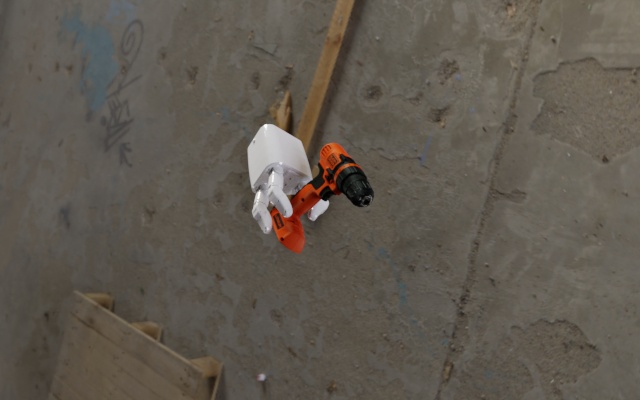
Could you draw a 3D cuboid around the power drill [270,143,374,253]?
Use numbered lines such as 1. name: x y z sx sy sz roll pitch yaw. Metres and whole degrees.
1. power drill: 0.000 0.003 0.839 0.057 0.188 0.184 38 13 -33
